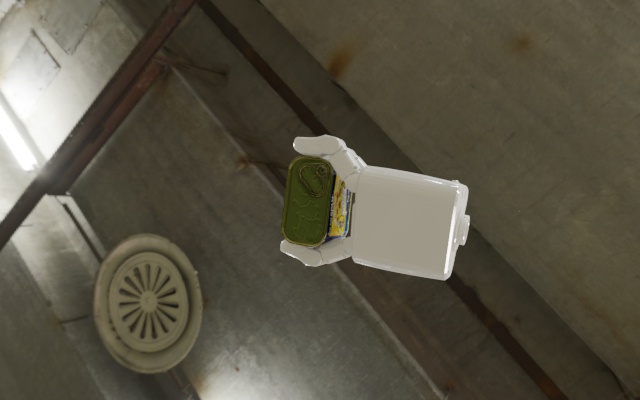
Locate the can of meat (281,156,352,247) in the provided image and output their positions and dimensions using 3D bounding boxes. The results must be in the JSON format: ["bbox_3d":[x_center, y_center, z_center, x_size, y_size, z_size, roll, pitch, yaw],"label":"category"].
[{"bbox_3d":[0.000,0.002,0.579,0.057,0.102,0.084,7,2,23],"label":"can of meat"}]
